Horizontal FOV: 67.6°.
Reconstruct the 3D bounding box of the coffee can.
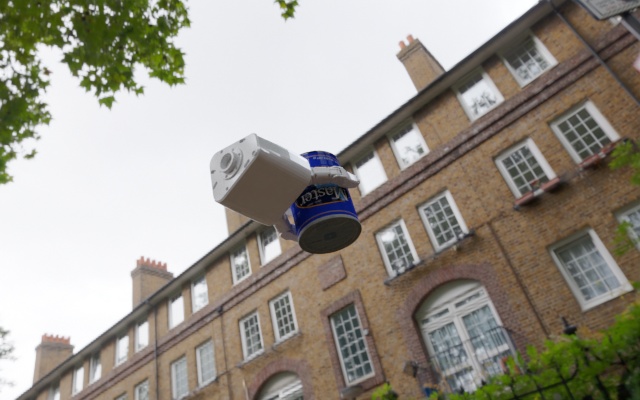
[{"bbox_3d":[0.000,0.003,0.789,0.103,0.140,0.103,-11,-36,-8],"label":"coffee can"}]
